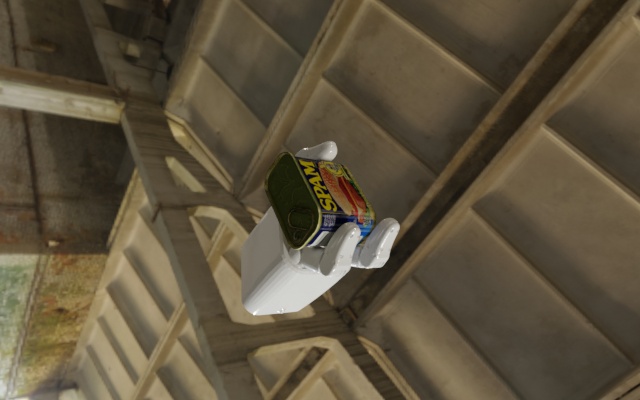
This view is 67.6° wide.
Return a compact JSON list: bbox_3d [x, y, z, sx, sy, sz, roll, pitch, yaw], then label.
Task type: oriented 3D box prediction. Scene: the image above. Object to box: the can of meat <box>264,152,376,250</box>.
[{"bbox_3d":[0.000,0.002,0.507,0.084,0.102,0.057,5,-44,-41],"label":"can of meat"}]
